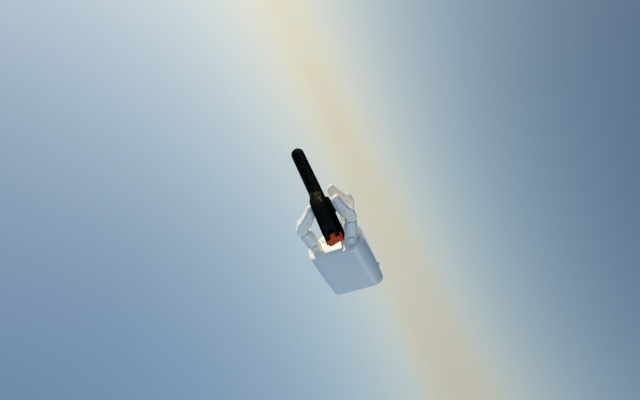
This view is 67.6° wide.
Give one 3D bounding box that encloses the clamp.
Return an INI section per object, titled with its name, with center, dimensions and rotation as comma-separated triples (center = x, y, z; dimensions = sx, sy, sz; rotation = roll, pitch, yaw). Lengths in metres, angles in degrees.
[clamp]
center = 0.000, 0.004, 0.853
dimensions = 0.036, 0.165, 0.210
rotation = -29, 28, 8
